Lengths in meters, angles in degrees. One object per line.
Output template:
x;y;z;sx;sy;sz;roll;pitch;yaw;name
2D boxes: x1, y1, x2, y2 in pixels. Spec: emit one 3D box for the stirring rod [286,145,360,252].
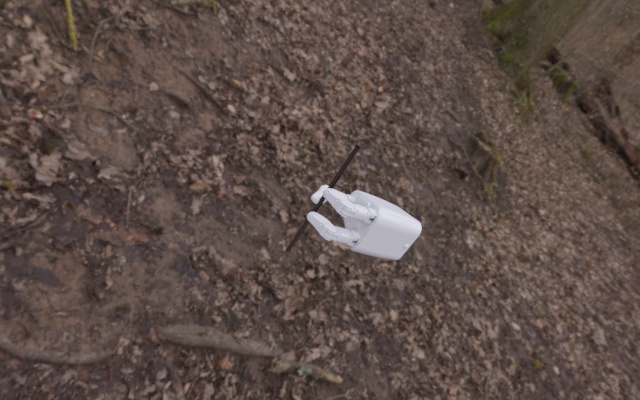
0.000;0.003;0.826;0.011;0.240;0.011;27;27;-15;stirring rod
